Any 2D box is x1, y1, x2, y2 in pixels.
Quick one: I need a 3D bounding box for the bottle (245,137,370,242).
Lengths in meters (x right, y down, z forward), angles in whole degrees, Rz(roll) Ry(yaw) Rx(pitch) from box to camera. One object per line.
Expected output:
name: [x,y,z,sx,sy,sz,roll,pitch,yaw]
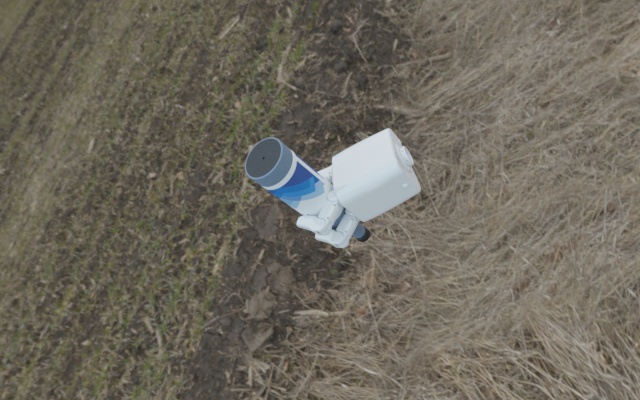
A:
bottle: [0.000,0.002,0.767,0.069,0.069,0.296,0,-25,36]
